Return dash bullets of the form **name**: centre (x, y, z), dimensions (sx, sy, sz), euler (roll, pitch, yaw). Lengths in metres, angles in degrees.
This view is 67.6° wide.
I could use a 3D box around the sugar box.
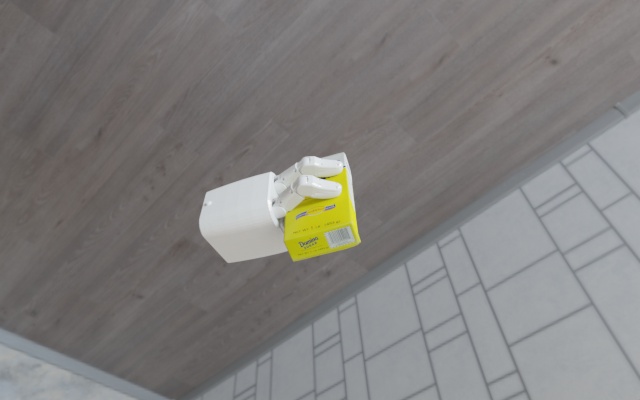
- **sugar box**: centre (0.000, 0.002, 0.670), dimensions (0.093, 0.048, 0.176), euler (-15, 37, 8)
